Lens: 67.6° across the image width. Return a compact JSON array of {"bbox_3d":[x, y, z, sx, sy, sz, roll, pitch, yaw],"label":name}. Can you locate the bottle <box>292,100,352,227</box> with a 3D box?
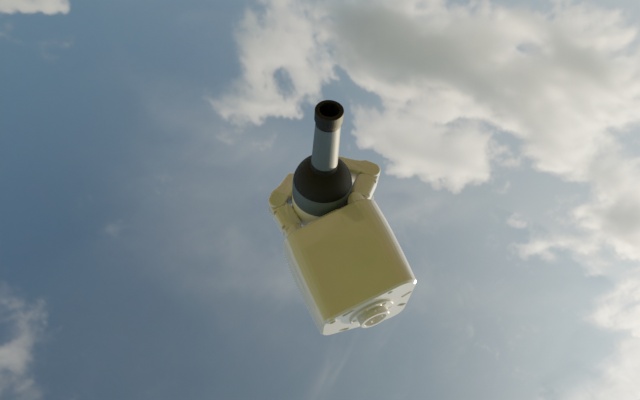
[{"bbox_3d":[0.000,0.002,0.560,0.069,0.069,0.296,0,-36,-4],"label":"bottle"}]
